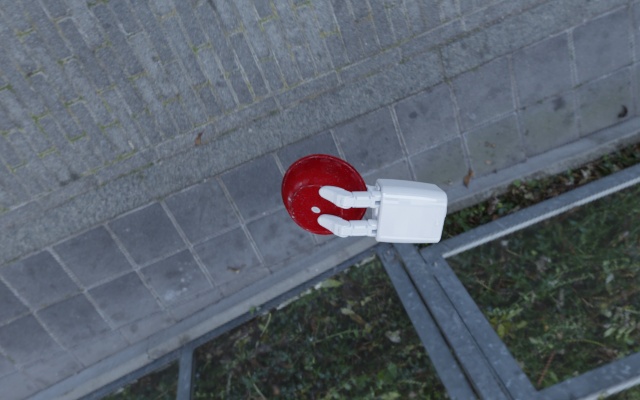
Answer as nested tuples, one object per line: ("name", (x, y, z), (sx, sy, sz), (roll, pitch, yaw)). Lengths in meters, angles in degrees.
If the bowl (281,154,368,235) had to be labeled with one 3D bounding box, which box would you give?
("bowl", (-0.001, 0.003, 0.837), (0.162, 0.162, 0.055), (0, 27, 16))
